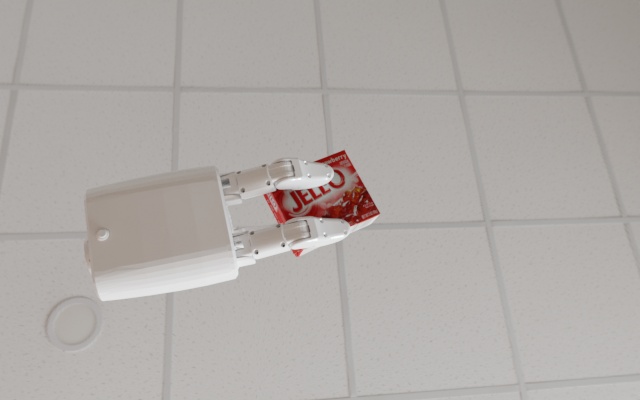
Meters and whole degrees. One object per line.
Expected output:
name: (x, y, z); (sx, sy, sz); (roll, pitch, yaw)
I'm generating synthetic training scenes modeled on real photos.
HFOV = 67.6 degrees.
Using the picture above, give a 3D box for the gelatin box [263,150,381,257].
gelatin box: (0.000, 0.002, 0.447); (0.089, 0.073, 0.030); (-22, -15, -23)
